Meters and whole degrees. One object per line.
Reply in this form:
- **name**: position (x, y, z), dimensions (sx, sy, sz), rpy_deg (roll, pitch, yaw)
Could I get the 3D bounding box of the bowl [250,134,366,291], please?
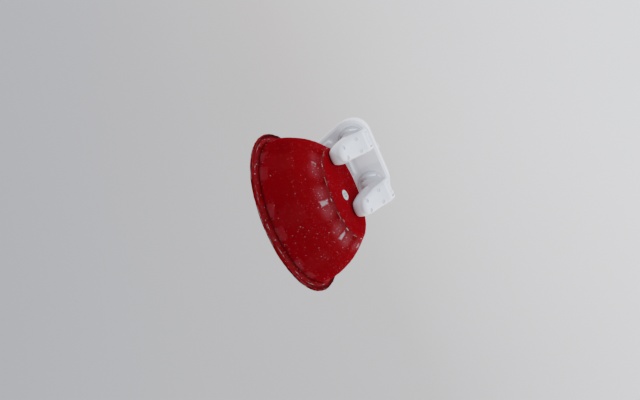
- **bowl**: position (0.000, 0.002, 0.458), dimensions (0.055, 0.162, 0.162), rpy_deg (-21, -8, 20)
